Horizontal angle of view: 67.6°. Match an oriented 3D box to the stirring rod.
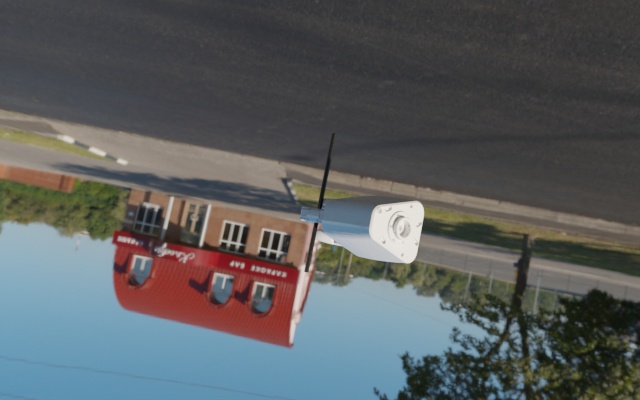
[{"bbox_3d":[0.000,0.003,0.810,0.011,0.239,0.011,11,-6,1],"label":"stirring rod"}]
